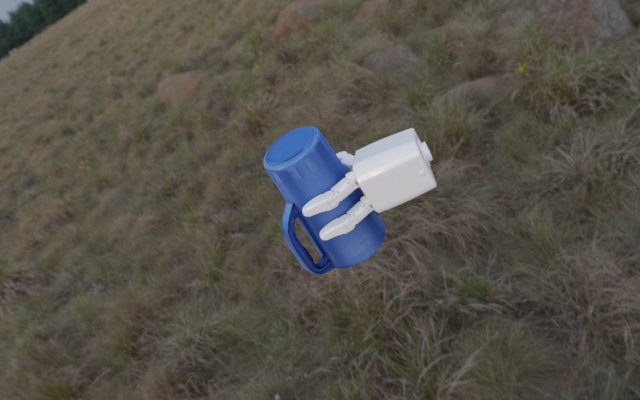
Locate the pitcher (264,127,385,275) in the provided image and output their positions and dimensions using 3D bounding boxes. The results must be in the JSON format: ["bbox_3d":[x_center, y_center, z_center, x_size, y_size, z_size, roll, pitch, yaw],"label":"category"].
[{"bbox_3d":[0.000,0.003,0.828,0.145,0.243,0.149,-23,34,18],"label":"pitcher"}]
